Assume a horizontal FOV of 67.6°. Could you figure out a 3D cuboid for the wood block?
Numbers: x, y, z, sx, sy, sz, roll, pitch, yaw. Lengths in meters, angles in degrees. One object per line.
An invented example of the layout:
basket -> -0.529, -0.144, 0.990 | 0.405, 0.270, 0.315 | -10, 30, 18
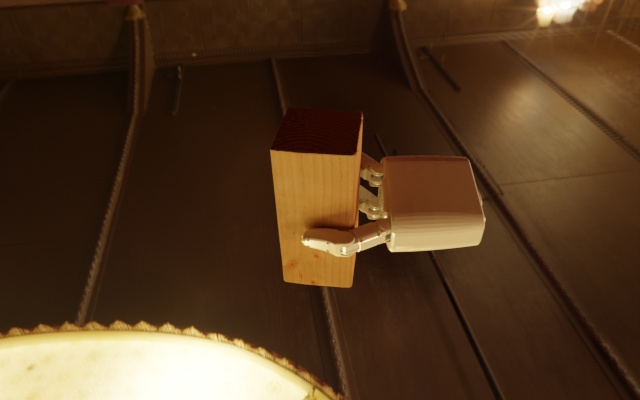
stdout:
wood block -> 0.000, 0.002, 0.577 | 0.090, 0.206, 0.090 | 4, 40, 7
